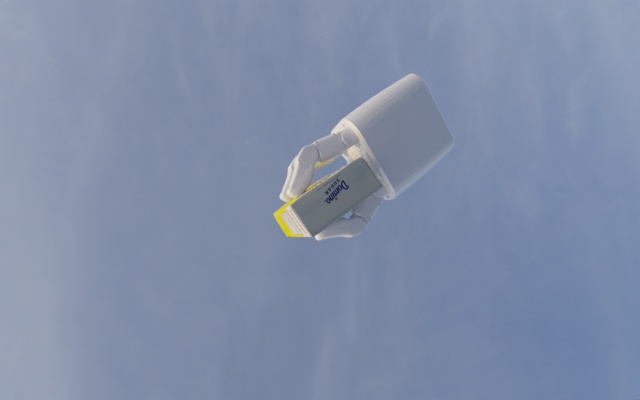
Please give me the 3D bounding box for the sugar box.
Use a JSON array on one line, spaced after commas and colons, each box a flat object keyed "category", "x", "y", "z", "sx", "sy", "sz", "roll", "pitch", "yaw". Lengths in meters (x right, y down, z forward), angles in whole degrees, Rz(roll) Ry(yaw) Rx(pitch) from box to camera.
[{"category": "sugar box", "x": 0.000, "y": 0.001, "z": 0.558, "sx": 0.093, "sy": 0.048, "sz": 0.176, "roll": -35, "pitch": 0, "yaw": -12}]
